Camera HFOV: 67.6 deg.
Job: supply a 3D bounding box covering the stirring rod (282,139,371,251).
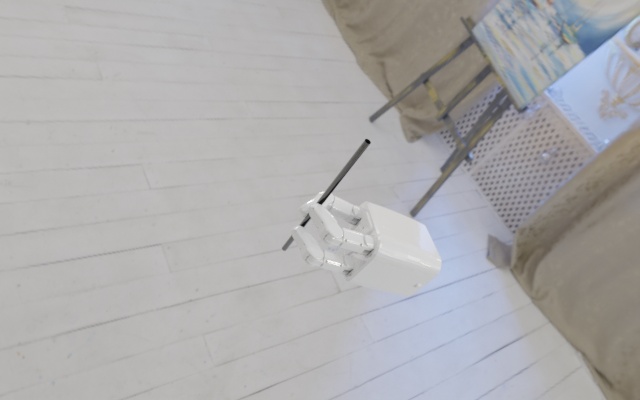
[{"bbox_3d":[0.000,0.002,0.626,0.011,0.011,0.240,0,-35,-33],"label":"stirring rod"}]
